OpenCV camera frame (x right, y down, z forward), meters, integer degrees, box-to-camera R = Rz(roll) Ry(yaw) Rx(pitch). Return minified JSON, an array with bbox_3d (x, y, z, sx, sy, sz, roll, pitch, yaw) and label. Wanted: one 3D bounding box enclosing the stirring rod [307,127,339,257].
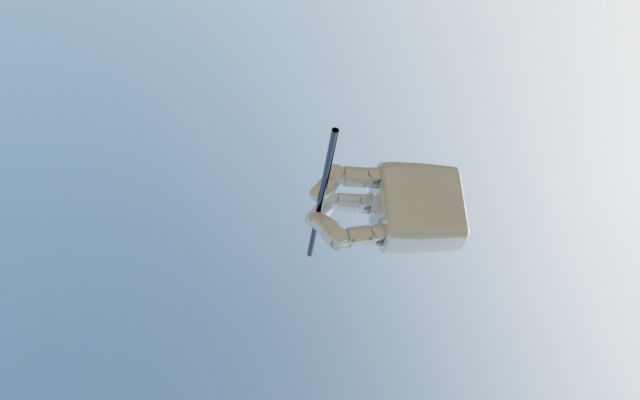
[{"bbox_3d":[0.000,0.002,0.581,0.011,0.011,0.240,0,-38,-9],"label":"stirring rod"}]
